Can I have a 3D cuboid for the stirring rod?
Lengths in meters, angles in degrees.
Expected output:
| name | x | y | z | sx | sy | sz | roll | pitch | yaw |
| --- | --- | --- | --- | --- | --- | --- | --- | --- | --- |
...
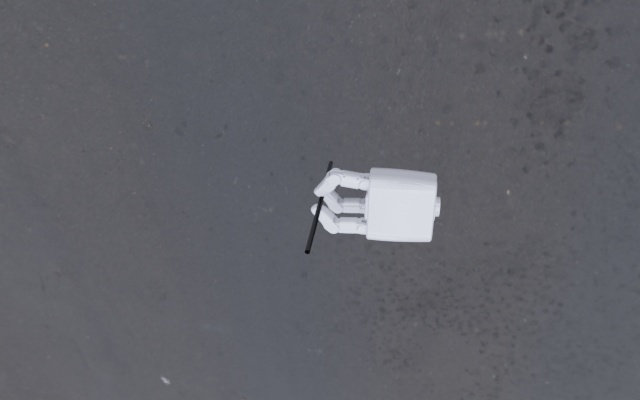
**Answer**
| name | x | y | z | sx | sy | sz | roll | pitch | yaw |
| --- | --- | --- | --- | --- | --- | --- | --- | --- | --- |
| stirring rod | 0.000 | 0.002 | 0.783 | 0.011 | 0.011 | 0.239 | 0 | 37 | 12 |
